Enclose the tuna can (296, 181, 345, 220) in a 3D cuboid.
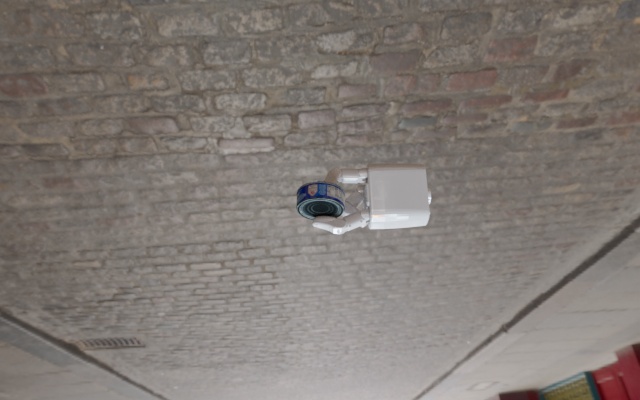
[{"bbox_3d":[0.000,0.003,0.839,0.086,0.033,0.086,1,-30,1],"label":"tuna can"}]
